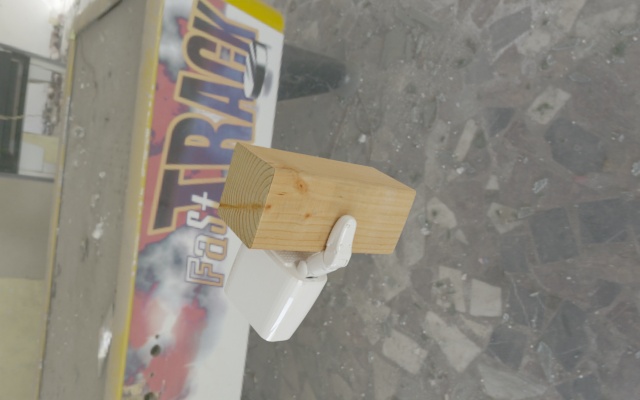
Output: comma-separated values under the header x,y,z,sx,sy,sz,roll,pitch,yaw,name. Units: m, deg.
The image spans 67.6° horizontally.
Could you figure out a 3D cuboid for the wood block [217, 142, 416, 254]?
x,y,z,sx,sy,sz,roll,pitch,yaw,name
0.000,0.002,0.560,0.206,0.090,0.090,6,20,-38,wood block
